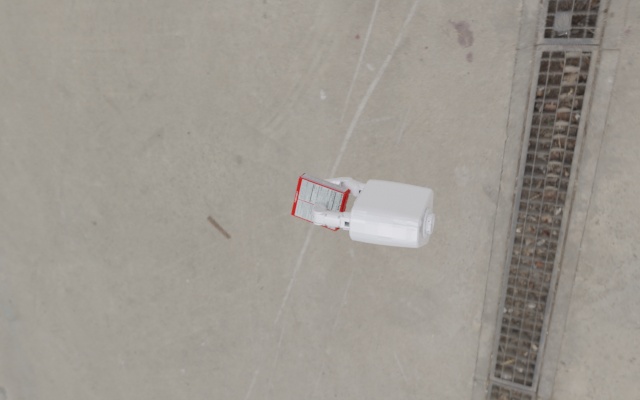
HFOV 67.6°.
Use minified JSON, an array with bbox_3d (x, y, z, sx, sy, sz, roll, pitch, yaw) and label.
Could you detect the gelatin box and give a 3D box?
[{"bbox_3d":[0.000,0.003,0.813,0.089,0.073,0.030,20,24,15],"label":"gelatin box"}]
